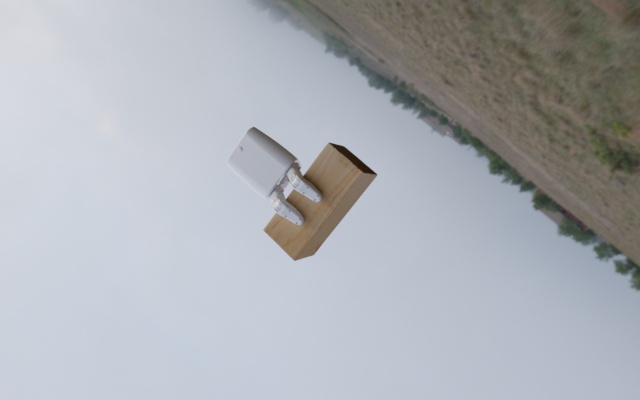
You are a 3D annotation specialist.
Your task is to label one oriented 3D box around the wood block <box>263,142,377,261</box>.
[{"bbox_3d":[0.000,0.003,0.892,0.090,0.206,0.091,42,16,16],"label":"wood block"}]
